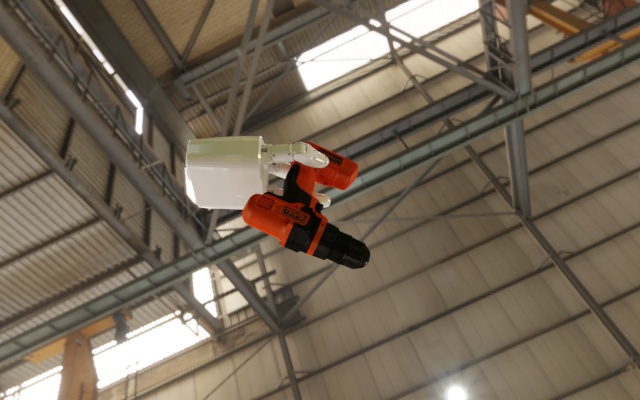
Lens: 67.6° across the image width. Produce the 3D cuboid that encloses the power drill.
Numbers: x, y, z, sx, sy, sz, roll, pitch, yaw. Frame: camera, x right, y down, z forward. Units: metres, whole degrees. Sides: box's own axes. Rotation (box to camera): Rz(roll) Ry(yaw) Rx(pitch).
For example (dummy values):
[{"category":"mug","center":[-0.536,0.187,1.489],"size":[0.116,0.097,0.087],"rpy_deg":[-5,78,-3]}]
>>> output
[{"category":"power drill","center":[0.000,0.002,0.697],"size":[0.184,0.057,0.187],"rpy_deg":[25,41,-2]}]
